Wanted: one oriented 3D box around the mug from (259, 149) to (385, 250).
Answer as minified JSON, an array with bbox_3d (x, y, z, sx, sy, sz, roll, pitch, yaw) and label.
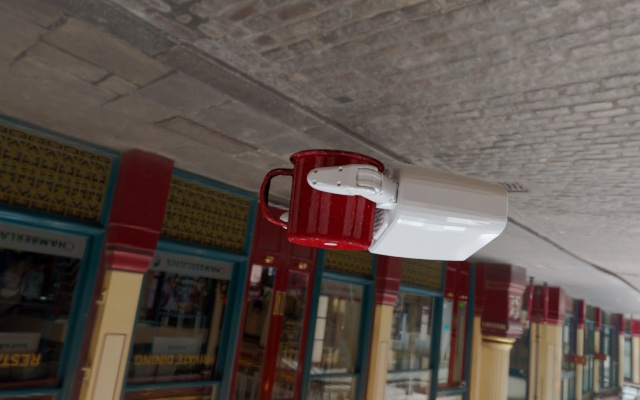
[{"bbox_3d":[-0.001,0.001,0.457,0.117,0.081,0.093,8,-10,-7],"label":"mug"}]
